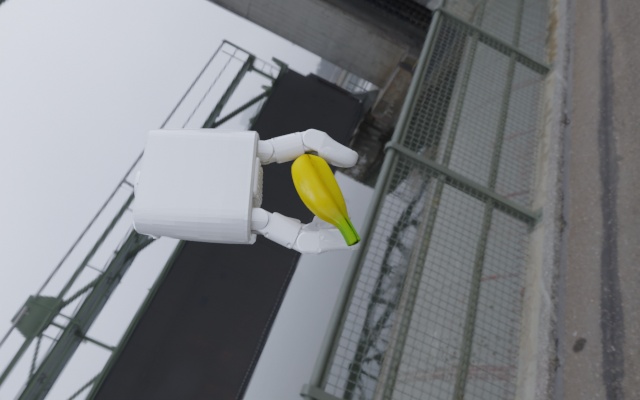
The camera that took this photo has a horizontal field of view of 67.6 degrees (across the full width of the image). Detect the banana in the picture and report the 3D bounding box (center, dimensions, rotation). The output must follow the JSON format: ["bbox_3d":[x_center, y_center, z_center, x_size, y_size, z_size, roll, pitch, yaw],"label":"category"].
[{"bbox_3d":[-0.005,-0.014,0.477,0.037,0.070,0.197,-20,17,-2],"label":"banana"}]
